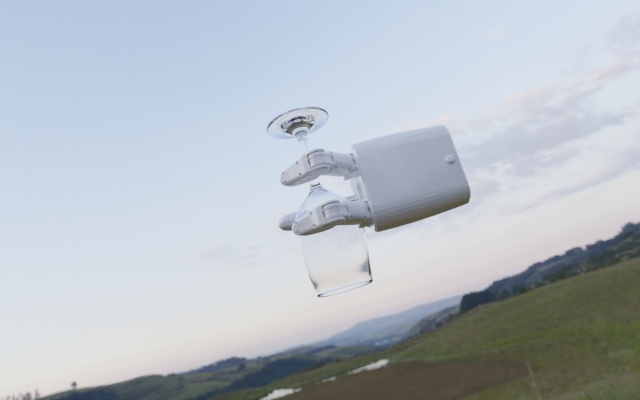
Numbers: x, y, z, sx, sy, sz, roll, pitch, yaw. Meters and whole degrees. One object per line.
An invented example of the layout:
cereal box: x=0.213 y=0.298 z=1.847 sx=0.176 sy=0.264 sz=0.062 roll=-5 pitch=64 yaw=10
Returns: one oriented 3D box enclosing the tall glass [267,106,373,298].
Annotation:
tall glass: x=0.000 y=0.001 z=0.531 sx=0.079 sy=0.201 sz=0.079 roll=-14 pitch=-15 yaw=-4
